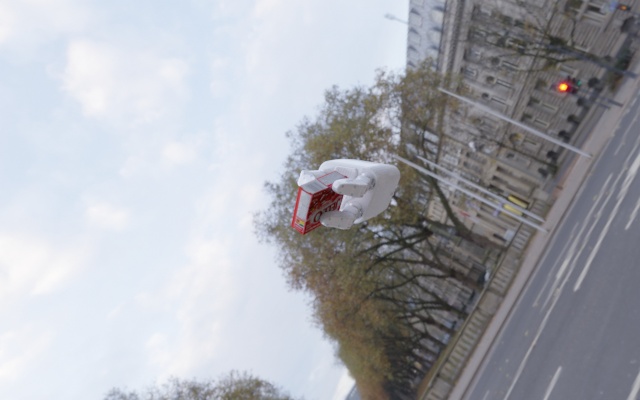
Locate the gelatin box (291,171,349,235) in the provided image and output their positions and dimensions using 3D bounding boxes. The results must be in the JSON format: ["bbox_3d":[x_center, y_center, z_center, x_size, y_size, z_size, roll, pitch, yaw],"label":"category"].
[{"bbox_3d":[0.000,0.002,0.719,0.030,0.073,0.089,33,36,27],"label":"gelatin box"}]
